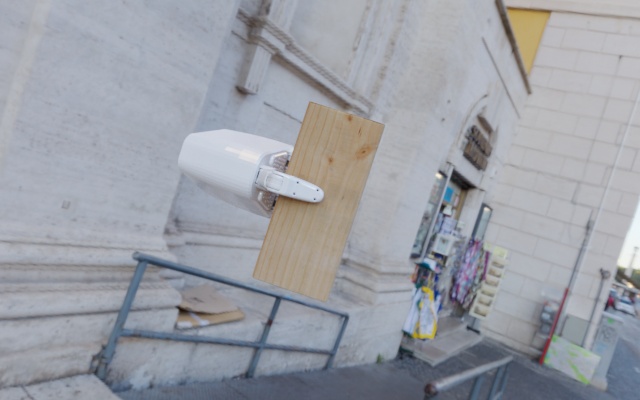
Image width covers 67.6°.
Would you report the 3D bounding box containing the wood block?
[{"bbox_3d":[0.000,0.002,0.566,0.090,0.206,0.091,18,1,4],"label":"wood block"}]
